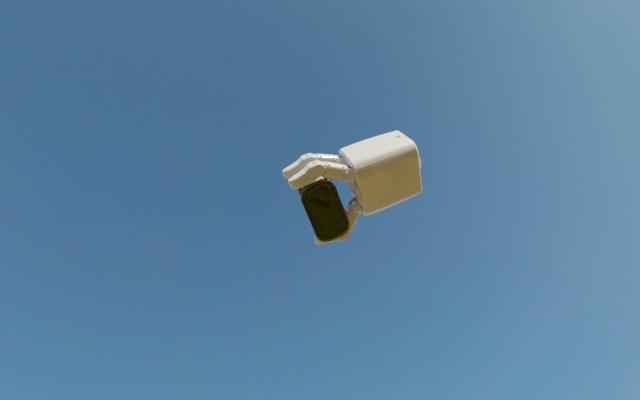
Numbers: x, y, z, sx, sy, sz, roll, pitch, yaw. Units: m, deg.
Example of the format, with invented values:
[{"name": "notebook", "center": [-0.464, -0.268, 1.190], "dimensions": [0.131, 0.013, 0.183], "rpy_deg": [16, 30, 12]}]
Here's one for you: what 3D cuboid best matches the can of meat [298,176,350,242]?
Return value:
[{"name": "can of meat", "center": [0.000, 0.003, 0.778], "dimensions": [0.057, 0.102, 0.084], "rpy_deg": [-23, 25, -2]}]
